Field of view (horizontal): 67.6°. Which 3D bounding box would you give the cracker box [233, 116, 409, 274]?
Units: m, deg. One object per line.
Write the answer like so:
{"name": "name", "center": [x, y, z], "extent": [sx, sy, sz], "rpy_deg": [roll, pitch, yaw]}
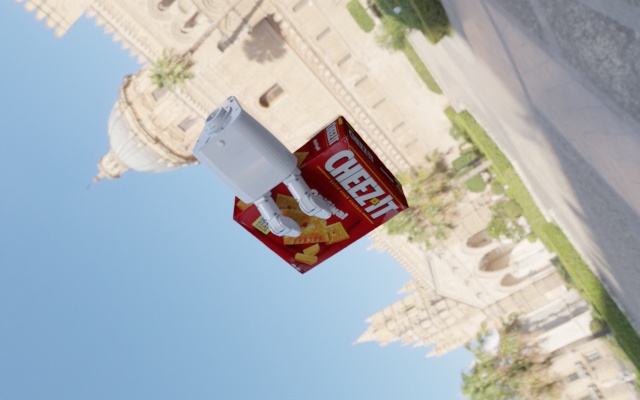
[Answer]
{"name": "cracker box", "center": [0.000, 0.002, 0.728], "extent": [0.214, 0.164, 0.072], "rpy_deg": [-34, 32, 19]}
